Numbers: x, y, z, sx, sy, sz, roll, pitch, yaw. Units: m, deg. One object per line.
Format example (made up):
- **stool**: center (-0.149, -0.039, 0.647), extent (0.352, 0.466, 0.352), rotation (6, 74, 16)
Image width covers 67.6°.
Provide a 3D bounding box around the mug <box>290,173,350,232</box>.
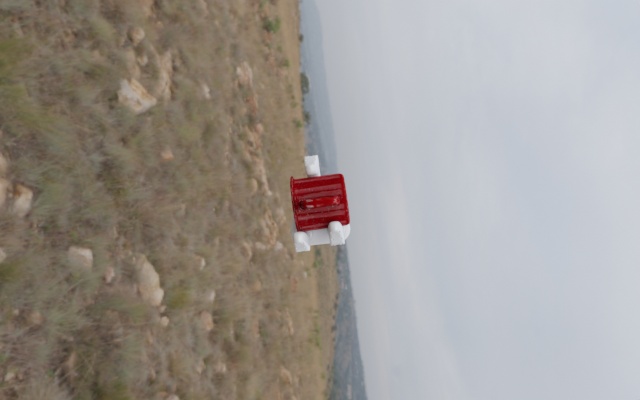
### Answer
- **mug**: center (0.000, 0.002, 0.725), extent (0.081, 0.093, 0.117), rotation (-8, -3, 2)
